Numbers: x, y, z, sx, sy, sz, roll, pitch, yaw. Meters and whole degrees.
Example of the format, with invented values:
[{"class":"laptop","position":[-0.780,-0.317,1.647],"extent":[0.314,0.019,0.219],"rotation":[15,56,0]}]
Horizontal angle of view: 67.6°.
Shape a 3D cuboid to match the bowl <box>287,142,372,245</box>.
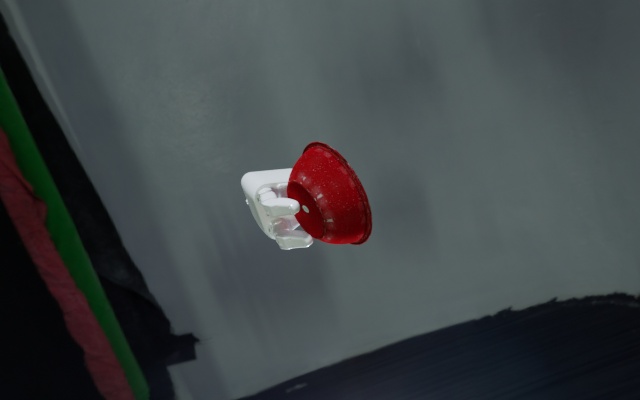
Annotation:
[{"class":"bowl","position":[0.000,0.002,0.669],"extent":[0.055,0.162,0.162],"rotation":[-28,13,-26]}]
